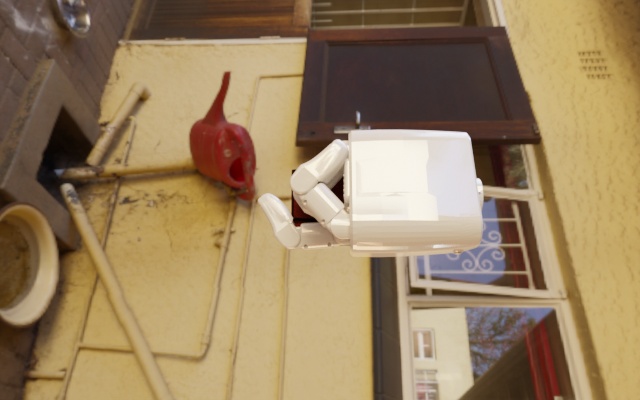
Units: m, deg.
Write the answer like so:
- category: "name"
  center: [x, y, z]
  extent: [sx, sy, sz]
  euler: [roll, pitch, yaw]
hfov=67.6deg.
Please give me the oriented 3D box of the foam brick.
- category: "foam brick"
  center: [0.000, 0.002, 0.487]
  extent: [0.051, 0.053, 0.078]
  euler: [-1, -10, 3]
